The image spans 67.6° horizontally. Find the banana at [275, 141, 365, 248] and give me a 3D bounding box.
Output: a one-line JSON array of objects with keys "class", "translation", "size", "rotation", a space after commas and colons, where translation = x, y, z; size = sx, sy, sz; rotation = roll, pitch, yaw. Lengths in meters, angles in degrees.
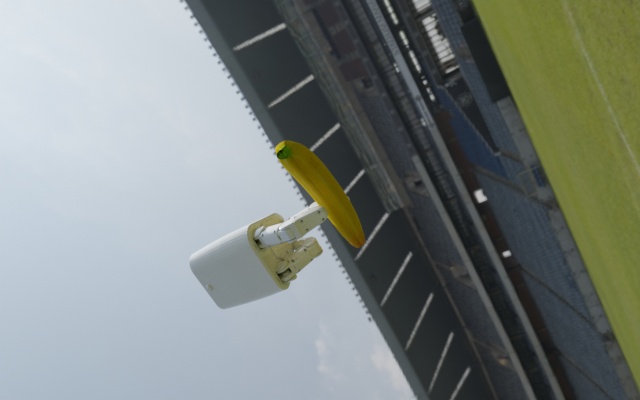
[{"class": "banana", "translation": [-0.002, -0.014, 0.593], "size": [0.037, 0.069, 0.198], "rotation": [-24, -47, 22]}]
